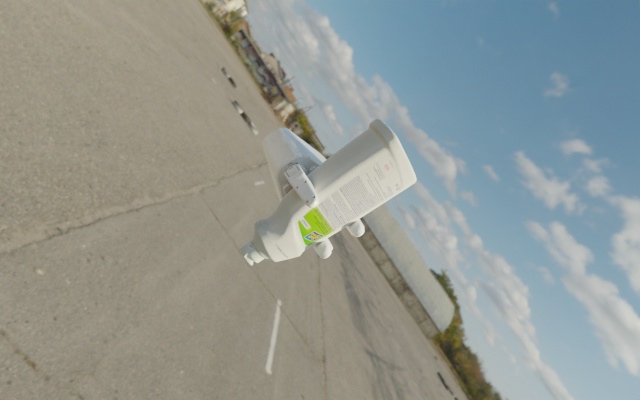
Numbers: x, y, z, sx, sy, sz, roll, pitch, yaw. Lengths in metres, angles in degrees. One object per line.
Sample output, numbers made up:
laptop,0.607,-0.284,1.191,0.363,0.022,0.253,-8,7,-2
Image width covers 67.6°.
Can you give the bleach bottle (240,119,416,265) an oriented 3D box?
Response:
bleach bottle,0.000,0.002,0.640,0.251,0.103,0.068,-33,38,2
